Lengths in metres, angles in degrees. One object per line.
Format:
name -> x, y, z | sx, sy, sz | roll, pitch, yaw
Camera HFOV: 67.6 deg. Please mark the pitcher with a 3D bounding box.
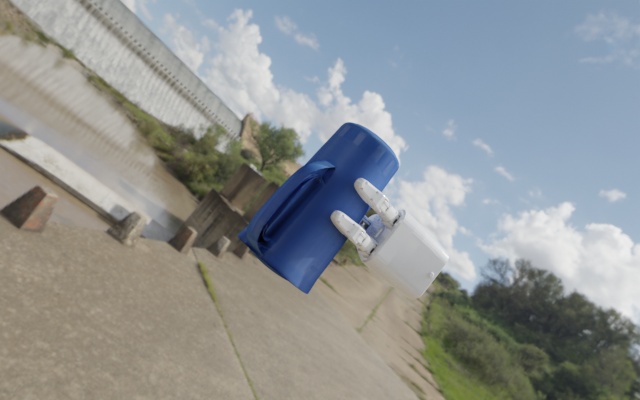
pitcher -> 0.000, 0.002, 0.695 | 0.145, 0.243, 0.149 | 41, -6, -15
